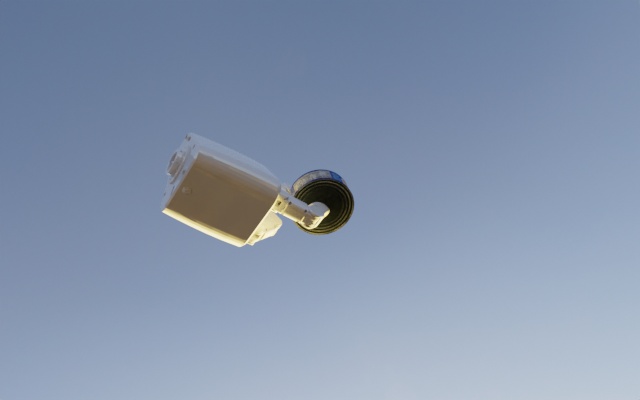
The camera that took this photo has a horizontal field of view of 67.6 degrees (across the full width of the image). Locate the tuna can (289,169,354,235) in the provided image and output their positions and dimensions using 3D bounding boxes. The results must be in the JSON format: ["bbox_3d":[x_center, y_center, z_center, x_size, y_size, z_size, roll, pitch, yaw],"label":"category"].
[{"bbox_3d":[0.000,0.002,0.643,0.086,0.086,0.033,0,29,-12],"label":"tuna can"}]
